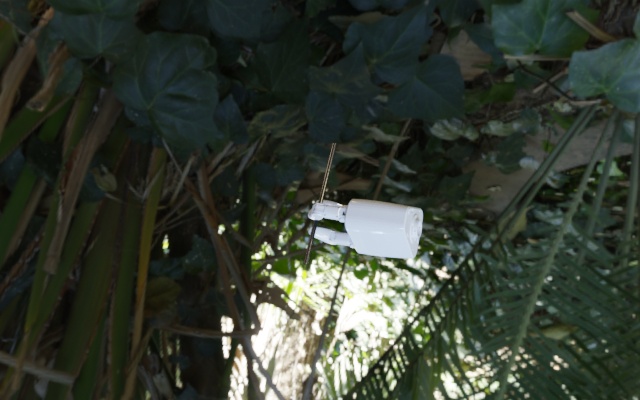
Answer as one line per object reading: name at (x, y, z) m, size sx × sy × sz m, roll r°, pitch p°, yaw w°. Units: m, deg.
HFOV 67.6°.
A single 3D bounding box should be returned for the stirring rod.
stirring rod at (0.000, 0.003, 0.893) m, size 0.011 × 0.239 × 0.011 m, roll 13°, pitch -16°, yaw 4°
